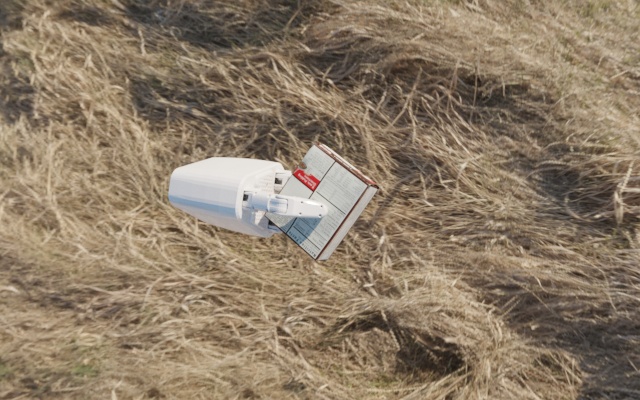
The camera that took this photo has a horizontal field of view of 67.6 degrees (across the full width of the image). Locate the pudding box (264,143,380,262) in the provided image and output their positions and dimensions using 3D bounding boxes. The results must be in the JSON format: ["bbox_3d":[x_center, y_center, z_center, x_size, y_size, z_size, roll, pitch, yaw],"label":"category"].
[{"bbox_3d":[0.000,0.002,0.563,0.090,0.113,0.039,39,14,19],"label":"pudding box"}]
